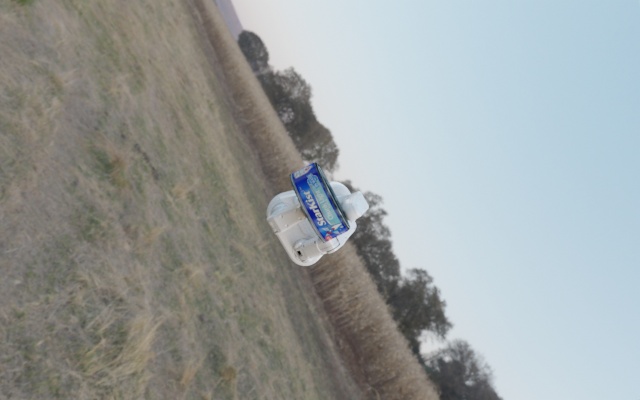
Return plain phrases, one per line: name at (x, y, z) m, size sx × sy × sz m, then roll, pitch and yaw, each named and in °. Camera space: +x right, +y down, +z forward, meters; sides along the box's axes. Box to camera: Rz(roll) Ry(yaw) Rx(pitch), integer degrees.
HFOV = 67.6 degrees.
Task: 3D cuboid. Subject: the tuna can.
tuna can at (0.001, 0.001, 0.528) m, size 0.034 × 0.086 × 0.086 m, roll -27°, pitch -2°, yaw 5°
